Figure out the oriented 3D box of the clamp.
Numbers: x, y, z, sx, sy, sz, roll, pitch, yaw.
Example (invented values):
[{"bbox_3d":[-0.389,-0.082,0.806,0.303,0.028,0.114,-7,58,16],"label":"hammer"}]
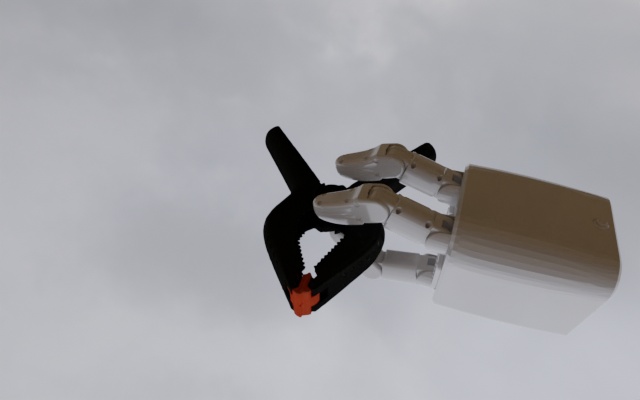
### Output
[{"bbox_3d":[0.000,0.002,0.400,0.164,0.036,0.209,12,42,15],"label":"clamp"}]
